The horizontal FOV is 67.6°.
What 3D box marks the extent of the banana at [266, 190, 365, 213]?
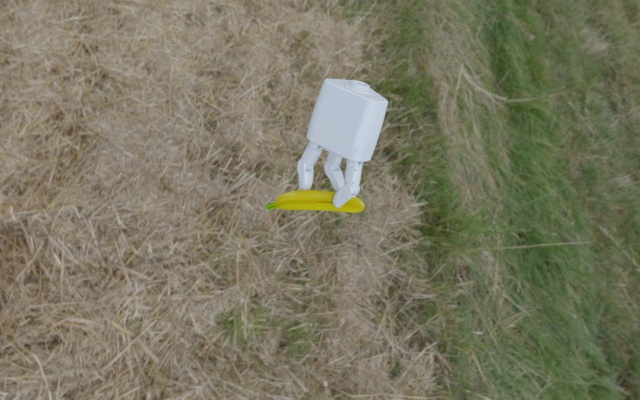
[{"bbox_3d":[0.004,0.002,0.875,0.198,0.037,0.069,3,-4,-21],"label":"banana"}]
